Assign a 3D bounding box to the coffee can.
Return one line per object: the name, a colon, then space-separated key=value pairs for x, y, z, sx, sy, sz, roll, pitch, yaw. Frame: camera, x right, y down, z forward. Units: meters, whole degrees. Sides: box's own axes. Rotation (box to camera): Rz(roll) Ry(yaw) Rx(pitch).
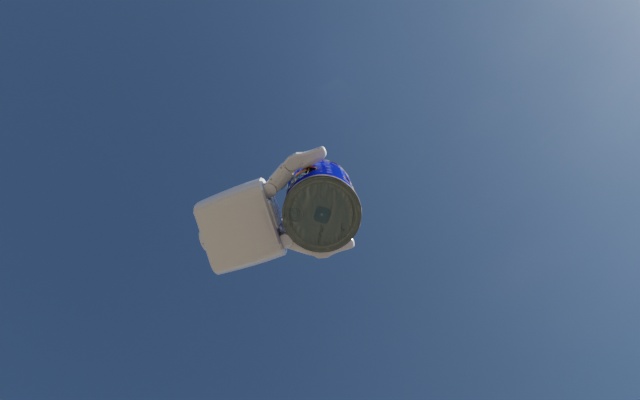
coffee can: x=0.000 y=0.002 z=0.675 sx=0.103 sy=0.103 sz=0.140 roll=0 pitch=14 yaw=-1
